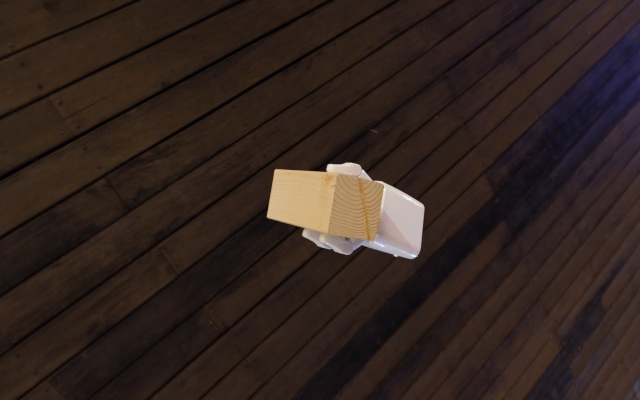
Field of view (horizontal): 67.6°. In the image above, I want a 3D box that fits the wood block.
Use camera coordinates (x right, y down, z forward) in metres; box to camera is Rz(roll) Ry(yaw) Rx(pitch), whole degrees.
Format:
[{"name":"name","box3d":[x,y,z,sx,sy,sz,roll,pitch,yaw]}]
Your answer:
[{"name":"wood block","box3d":[0.001,0.002,0.785,0.090,0.091,0.206,11,-1,-31]}]
